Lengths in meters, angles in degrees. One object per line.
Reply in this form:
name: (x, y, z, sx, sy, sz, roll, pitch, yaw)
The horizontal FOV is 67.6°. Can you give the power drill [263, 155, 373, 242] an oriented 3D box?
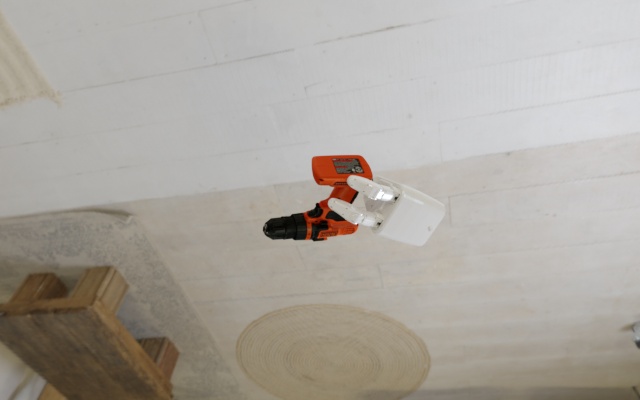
power drill: (0.001, 0.002, 0.838, 0.184, 0.057, 0.188, -5, -37, -23)
